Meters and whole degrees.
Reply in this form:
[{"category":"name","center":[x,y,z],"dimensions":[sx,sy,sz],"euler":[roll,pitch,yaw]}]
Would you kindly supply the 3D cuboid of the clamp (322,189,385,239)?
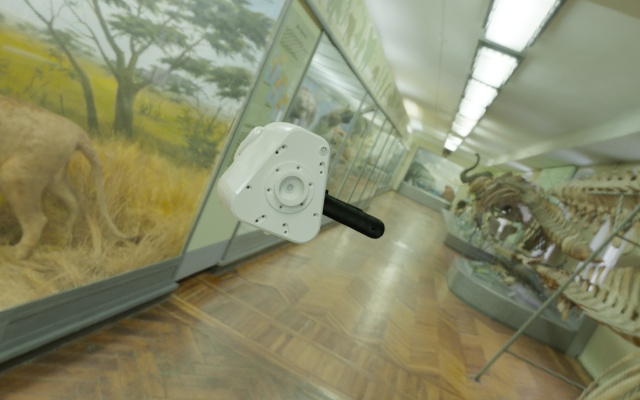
[{"category":"clamp","center":[0.000,0.001,0.596],"dimensions":[0.171,0.039,0.120],"euler":[22,-3,-20]}]
